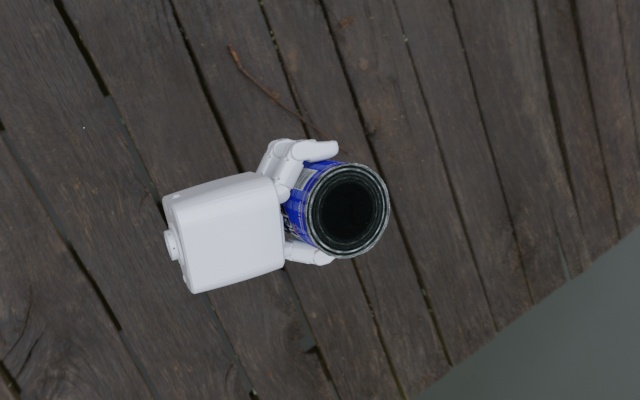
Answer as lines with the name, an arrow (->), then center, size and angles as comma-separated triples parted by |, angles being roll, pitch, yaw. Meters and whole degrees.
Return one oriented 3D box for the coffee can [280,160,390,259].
coffee can -> 0.000, 0.002, 0.561 | 0.103, 0.103, 0.140 | 0, 8, -26
